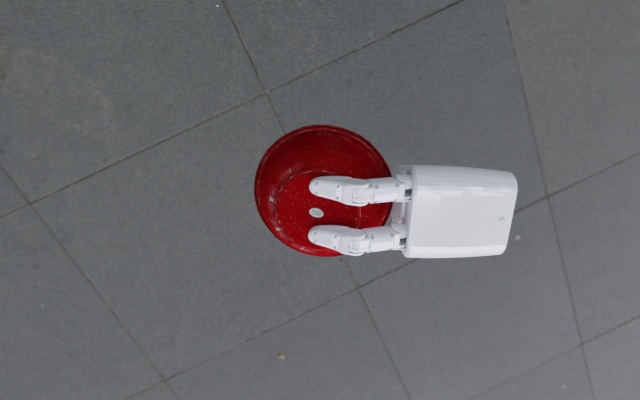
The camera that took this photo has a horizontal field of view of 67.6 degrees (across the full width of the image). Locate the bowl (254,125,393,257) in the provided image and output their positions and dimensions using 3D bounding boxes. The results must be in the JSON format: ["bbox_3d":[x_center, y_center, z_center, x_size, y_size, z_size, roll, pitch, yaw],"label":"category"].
[{"bbox_3d":[-0.001,0.002,0.524,0.162,0.162,0.055,0,22,7],"label":"bowl"}]
